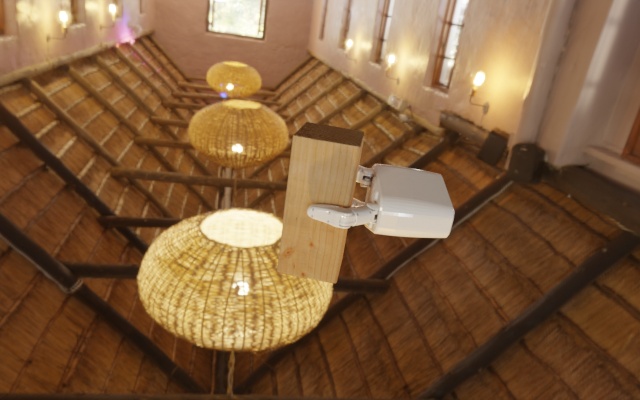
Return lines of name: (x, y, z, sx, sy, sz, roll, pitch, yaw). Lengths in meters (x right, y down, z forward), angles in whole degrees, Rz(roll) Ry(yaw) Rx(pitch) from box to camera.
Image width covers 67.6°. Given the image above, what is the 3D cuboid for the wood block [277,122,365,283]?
wood block: (0.000, 0.003, 0.689, 0.090, 0.206, 0.090, 10, 22, 5)
